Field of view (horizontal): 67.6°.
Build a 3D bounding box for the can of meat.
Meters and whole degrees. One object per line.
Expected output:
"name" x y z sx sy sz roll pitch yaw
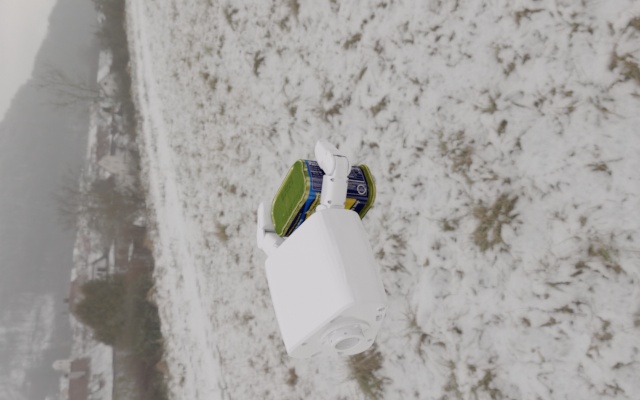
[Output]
"can of meat" 0.000 0.002 0.538 0.084 0.057 0.102 5 -41 -27
